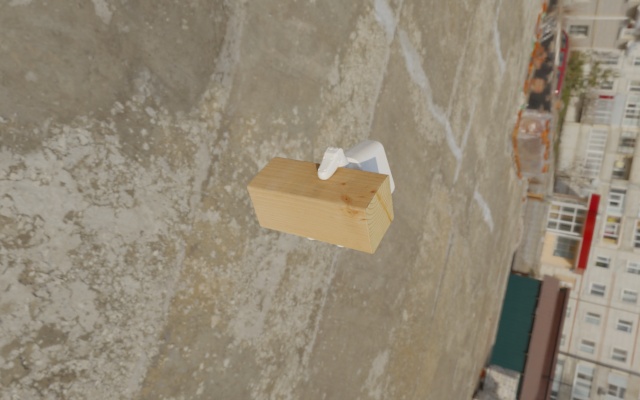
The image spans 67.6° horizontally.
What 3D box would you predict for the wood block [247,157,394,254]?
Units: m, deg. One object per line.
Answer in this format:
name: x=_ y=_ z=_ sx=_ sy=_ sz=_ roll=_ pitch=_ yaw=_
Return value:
wood block: x=0.000 y=0.002 z=0.756 sx=0.206 sy=0.091 sz=0.090 roll=11 pitch=43 yaw=28
